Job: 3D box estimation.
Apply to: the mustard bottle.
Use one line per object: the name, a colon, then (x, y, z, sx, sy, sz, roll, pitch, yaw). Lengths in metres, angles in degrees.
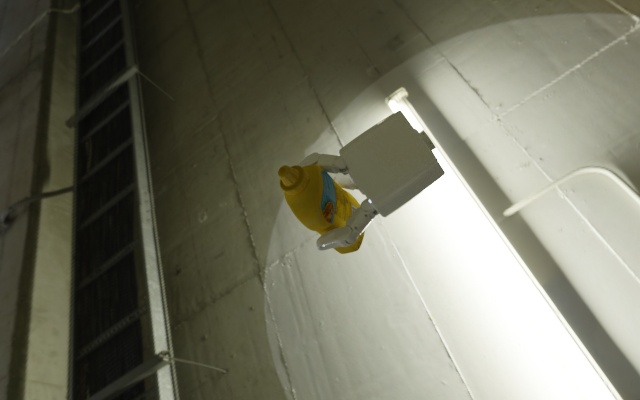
mustard bottle: (0.000, 0.003, 0.699, 0.058, 0.096, 0.192, -15, -33, 27)
